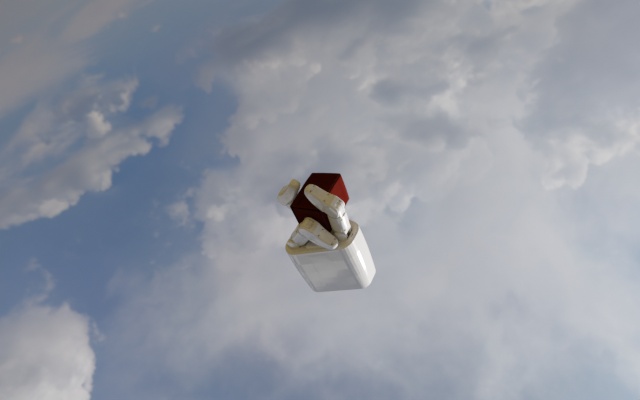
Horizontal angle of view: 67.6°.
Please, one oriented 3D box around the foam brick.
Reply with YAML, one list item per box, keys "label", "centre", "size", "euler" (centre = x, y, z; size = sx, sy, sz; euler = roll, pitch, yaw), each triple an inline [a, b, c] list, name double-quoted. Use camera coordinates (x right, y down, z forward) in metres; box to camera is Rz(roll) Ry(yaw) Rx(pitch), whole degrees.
- label: "foam brick"
  centre: [0.000, 0.002, 0.717]
  size: [0.053, 0.051, 0.078]
  euler: [6, 48, 33]
